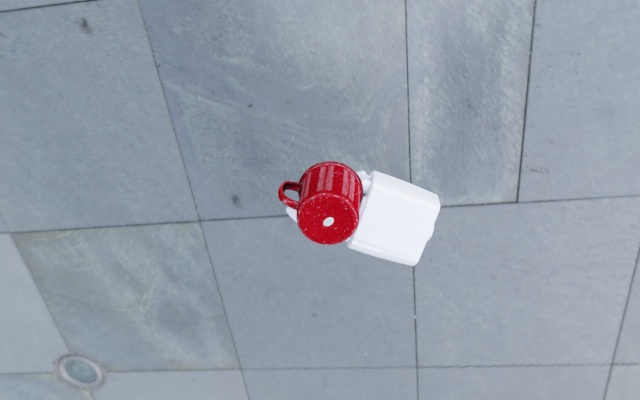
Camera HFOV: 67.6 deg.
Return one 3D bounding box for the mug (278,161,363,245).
[{"bbox_3d":[-0.001,0.002,0.639,0.117,0.093,0.081,18,29,-6],"label":"mug"}]
